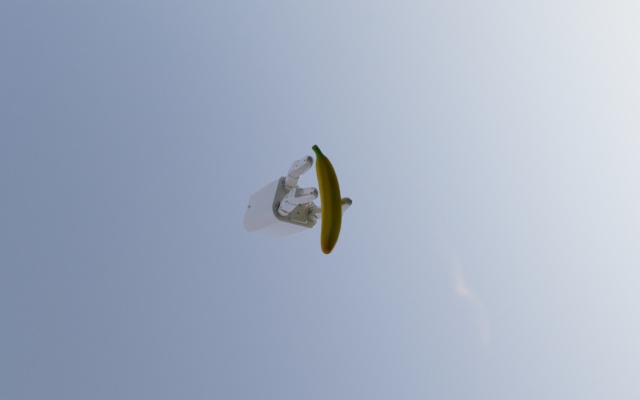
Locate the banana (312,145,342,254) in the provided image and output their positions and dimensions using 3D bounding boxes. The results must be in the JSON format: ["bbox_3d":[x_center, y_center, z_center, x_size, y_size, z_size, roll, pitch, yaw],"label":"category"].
[{"bbox_3d":[0.011,0.002,0.859,0.037,0.197,0.069,-19,-19,34],"label":"banana"}]
